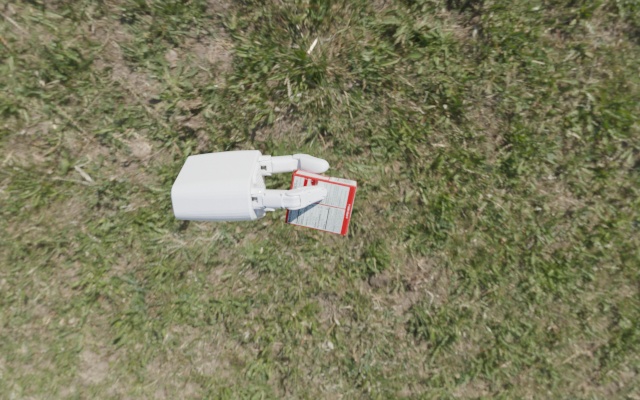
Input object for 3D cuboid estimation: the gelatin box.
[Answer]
[{"bbox_3d":[0.000,0.002,0.660,0.089,0.073,0.030,12,18,4],"label":"gelatin box"}]
